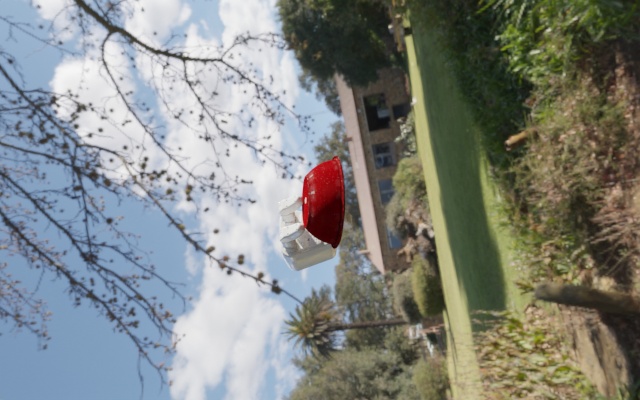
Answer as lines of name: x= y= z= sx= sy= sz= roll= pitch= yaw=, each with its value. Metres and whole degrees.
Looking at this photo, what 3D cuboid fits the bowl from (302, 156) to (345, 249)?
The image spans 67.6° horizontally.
bowl: x=0.000 y=0.002 z=0.826 sx=0.055 sy=0.162 sz=0.162 roll=1 pitch=0 yaw=-10
